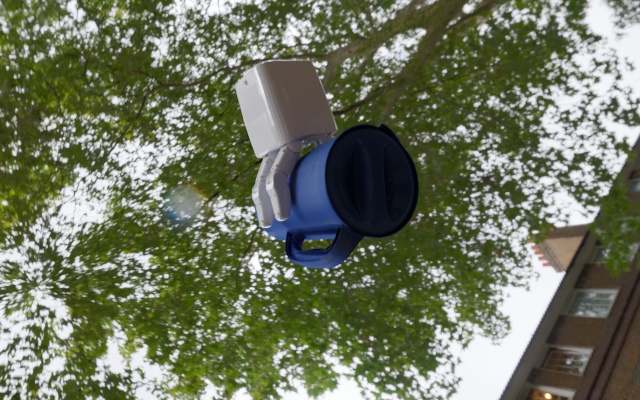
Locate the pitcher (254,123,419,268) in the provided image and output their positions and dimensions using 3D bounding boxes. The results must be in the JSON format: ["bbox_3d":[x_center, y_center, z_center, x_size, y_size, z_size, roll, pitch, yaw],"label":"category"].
[{"bbox_3d":[0.000,0.002,0.639,0.149,0.145,0.243,-20,2,-32],"label":"pitcher"}]
